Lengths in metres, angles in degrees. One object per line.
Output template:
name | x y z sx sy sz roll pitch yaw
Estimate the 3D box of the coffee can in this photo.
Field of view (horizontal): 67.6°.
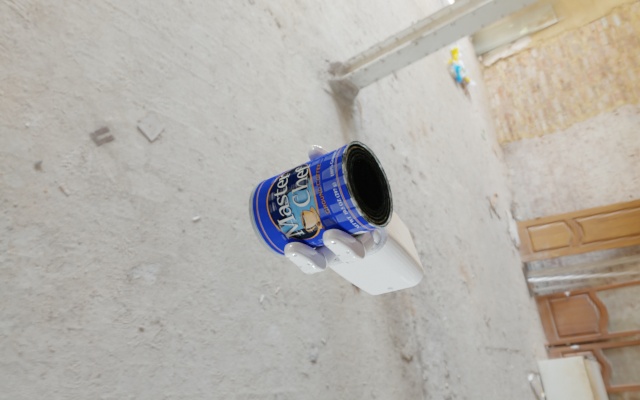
coffee can | 0.000 0.002 0.569 0.140 0.103 0.103 -20 -11 32
